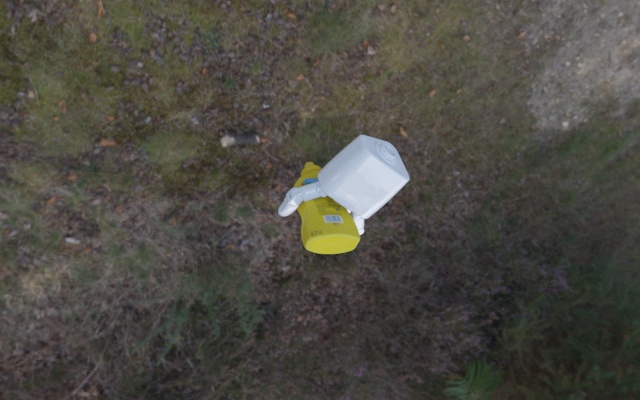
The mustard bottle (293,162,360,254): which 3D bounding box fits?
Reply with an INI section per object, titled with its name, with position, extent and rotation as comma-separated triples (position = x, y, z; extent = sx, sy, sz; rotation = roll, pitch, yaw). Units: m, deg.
[mustard bottle]
position = 0.000, 0.003, 0.847
extent = 0.096, 0.191, 0.058
rotation = 1, -42, -21
